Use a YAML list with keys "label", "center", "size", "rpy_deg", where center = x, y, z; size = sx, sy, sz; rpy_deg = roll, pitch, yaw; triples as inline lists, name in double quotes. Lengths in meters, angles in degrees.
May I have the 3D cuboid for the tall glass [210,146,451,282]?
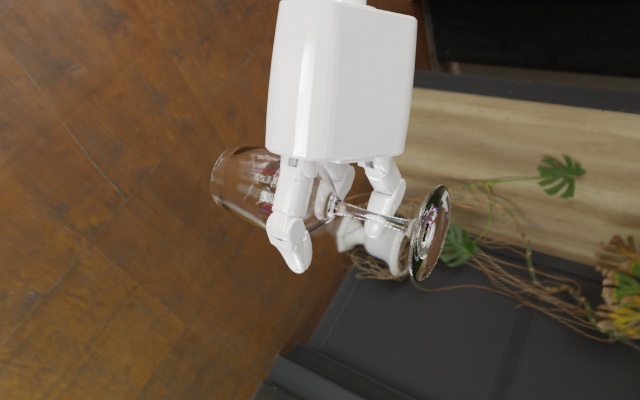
- label: "tall glass"
  center: [0.001, 0.002, 0.403]
  size: [0.201, 0.079, 0.079]
  rpy_deg: [15, 8, 30]
